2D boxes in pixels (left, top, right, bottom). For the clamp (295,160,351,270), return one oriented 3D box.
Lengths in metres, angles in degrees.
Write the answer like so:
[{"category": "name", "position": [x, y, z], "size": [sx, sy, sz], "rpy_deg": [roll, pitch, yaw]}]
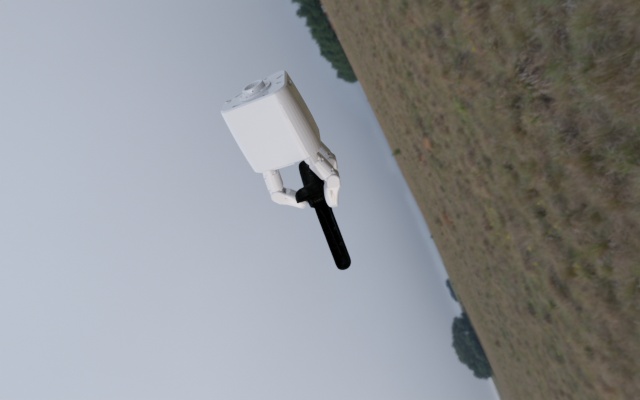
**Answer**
[{"category": "clamp", "position": [-0.001, 0.002, 0.771], "size": [0.036, 0.165, 0.209], "rpy_deg": [-23, 30, 8]}]
